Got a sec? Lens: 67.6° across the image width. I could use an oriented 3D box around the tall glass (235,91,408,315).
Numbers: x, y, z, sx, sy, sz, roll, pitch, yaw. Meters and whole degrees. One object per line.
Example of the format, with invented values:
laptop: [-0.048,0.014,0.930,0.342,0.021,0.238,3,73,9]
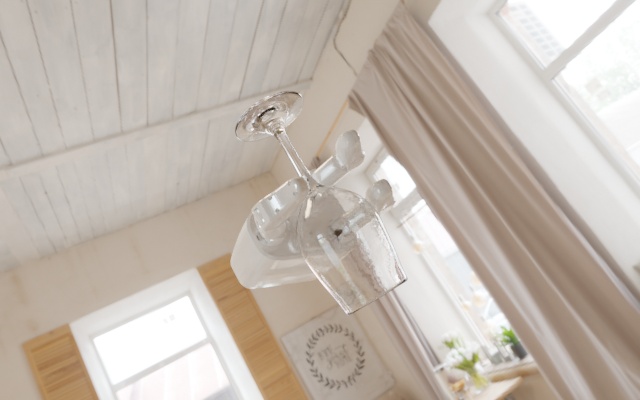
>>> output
tall glass: [0.000,0.001,0.437,0.079,0.201,0.079,-29,-15,-9]
